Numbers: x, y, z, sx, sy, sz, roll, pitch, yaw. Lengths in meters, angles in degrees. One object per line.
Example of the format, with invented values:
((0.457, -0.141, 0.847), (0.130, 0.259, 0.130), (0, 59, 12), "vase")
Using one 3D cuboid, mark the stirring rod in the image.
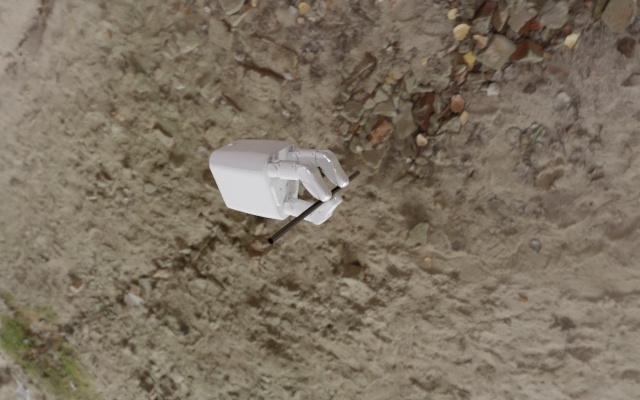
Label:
((0.000, 0.002, 0.653), (0.011, 0.011, 0.239), (0, 22, 32), "stirring rod")
